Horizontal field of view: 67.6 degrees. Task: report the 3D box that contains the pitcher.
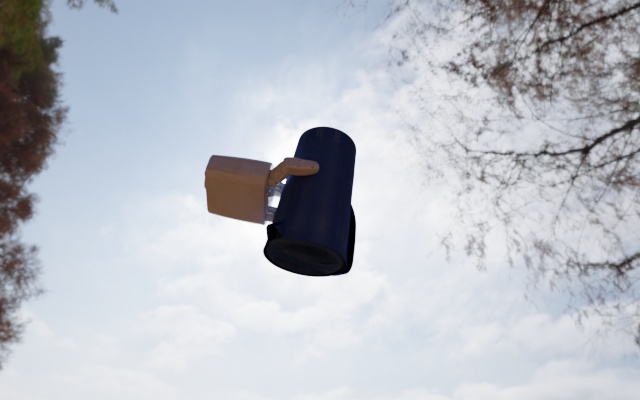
[{"bbox_3d":[0.000,0.003,0.812,0.145,0.242,0.149,10,-31,3],"label":"pitcher"}]
